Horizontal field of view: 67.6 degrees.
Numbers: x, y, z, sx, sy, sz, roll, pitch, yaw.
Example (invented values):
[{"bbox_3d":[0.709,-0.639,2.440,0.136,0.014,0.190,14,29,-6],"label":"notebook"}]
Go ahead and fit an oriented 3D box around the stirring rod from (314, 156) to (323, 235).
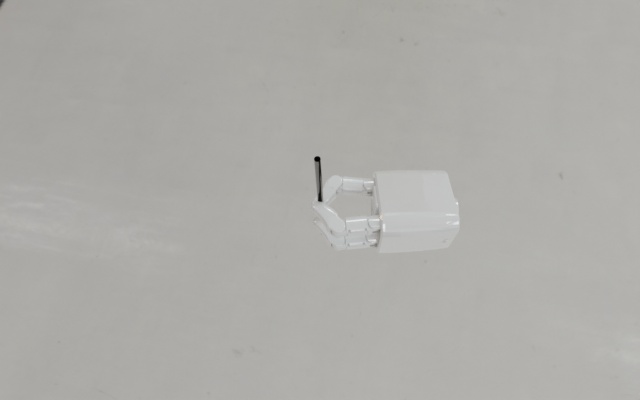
[{"bbox_3d":[0.000,0.002,0.663,0.011,0.011,0.240,0,-25,2],"label":"stirring rod"}]
